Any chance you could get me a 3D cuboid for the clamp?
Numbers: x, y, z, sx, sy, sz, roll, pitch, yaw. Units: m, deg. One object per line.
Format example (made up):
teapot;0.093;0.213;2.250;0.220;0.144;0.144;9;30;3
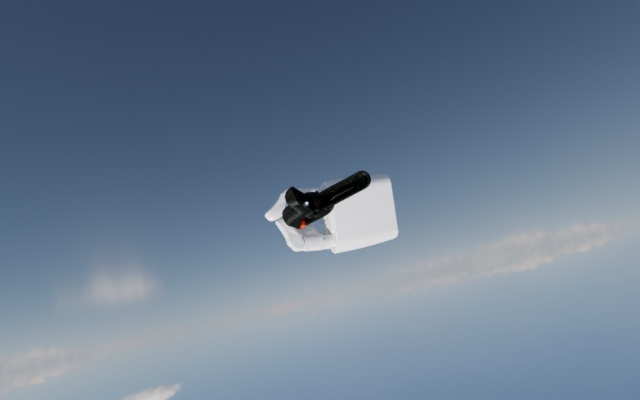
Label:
clamp;0.000;0.003;0.677;0.120;0.039;0.171;-10;-12;-13
